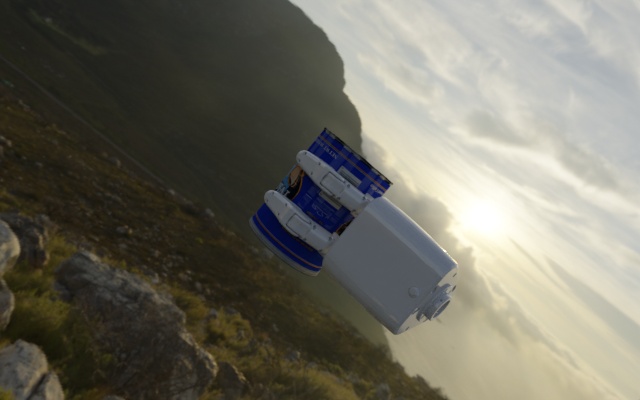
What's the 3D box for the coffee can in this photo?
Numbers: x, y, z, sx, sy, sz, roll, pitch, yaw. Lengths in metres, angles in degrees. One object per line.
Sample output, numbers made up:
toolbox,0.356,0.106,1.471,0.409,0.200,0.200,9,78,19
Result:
coffee can,0.000,0.002,0.555,0.103,0.140,0.103,39,6,-5
